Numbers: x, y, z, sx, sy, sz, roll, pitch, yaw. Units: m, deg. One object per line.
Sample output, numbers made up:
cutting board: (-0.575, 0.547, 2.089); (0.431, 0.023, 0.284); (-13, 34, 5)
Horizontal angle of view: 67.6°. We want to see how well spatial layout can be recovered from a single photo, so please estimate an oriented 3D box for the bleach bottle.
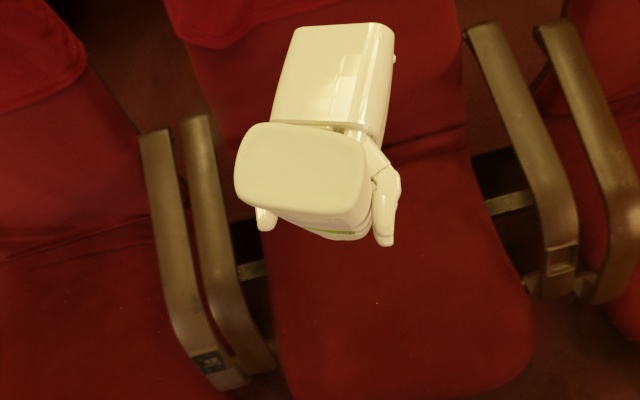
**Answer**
bleach bottle: (0.000, 0.002, 0.471); (0.102, 0.068, 0.251); (9, -11, 9)
